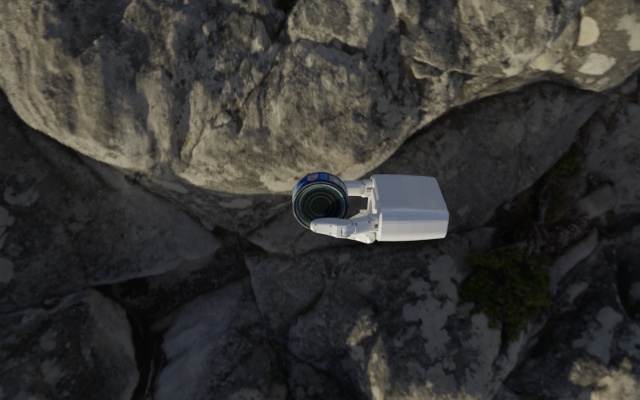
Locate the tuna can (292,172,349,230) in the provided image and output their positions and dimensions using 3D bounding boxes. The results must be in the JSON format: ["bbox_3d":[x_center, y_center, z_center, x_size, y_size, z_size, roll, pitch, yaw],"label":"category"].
[{"bbox_3d":[0.000,0.003,0.716,0.086,0.086,0.033,0,27,-1],"label":"tuna can"}]
